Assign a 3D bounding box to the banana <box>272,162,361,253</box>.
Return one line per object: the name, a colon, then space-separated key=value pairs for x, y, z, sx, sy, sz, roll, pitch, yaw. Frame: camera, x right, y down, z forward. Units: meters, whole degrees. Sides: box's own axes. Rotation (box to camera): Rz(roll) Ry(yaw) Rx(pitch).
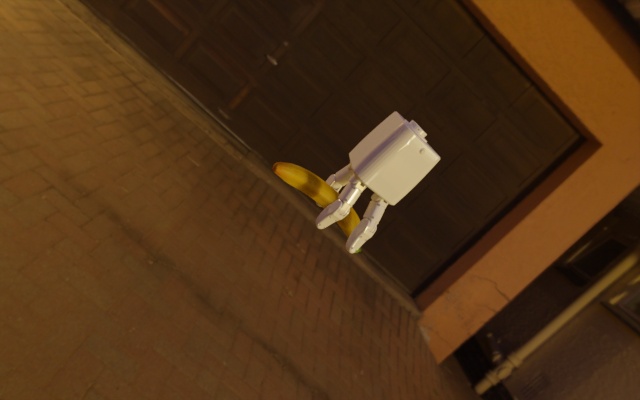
banana: x=0.005 y=-0.002 z=0.781 sx=0.037 sy=0.198 sz=0.069 roll=-43 pitch=10 yaw=22
